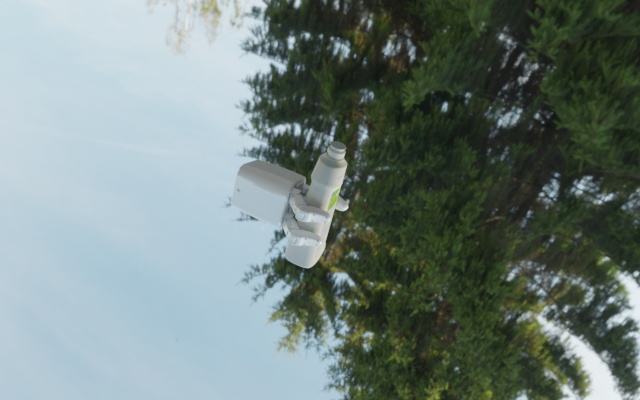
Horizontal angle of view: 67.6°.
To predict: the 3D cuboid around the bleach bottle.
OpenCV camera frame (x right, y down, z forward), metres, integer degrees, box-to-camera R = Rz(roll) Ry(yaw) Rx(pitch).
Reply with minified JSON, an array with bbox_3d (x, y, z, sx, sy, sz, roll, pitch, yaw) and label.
[{"bbox_3d":[0.000,0.003,0.886,0.068,0.251,0.102,23,33,8],"label":"bleach bottle"}]
